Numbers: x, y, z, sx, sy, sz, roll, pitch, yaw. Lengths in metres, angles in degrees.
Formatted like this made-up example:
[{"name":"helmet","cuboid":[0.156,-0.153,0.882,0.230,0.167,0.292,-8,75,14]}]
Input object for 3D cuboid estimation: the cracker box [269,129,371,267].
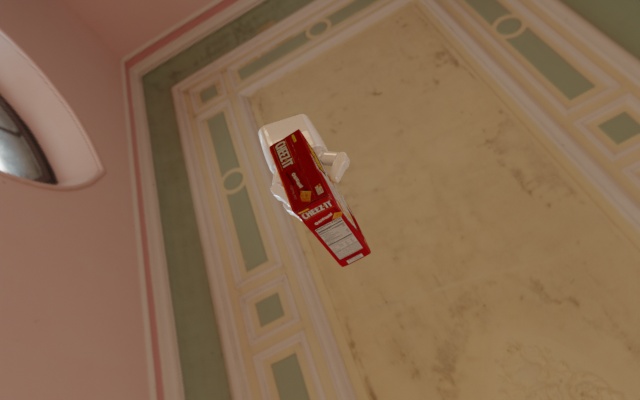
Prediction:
[{"name":"cracker box","cuboid":[0.000,0.003,0.856,0.072,0.164,0.214,-30,-39,6]}]
